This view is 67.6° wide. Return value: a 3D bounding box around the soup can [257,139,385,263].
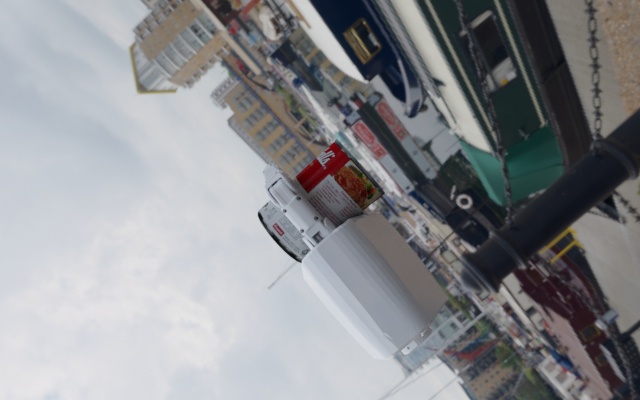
[{"bbox_3d":[0.000,0.001,0.448,0.102,0.068,0.068,-42,-5,5],"label":"soup can"}]
